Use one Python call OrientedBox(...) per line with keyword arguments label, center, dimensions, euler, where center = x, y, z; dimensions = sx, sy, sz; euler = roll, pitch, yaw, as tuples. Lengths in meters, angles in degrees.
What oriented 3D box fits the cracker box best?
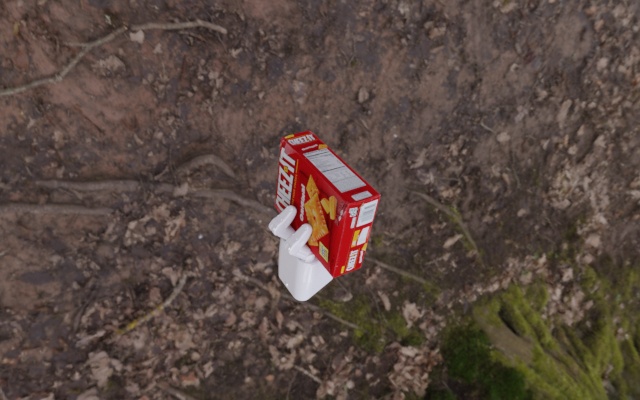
OrientedBox(label="cracker box", center=(0.000, 0.003, 0.839), dimensions=(0.072, 0.164, 0.213), euler=(-16, 44, -30))
